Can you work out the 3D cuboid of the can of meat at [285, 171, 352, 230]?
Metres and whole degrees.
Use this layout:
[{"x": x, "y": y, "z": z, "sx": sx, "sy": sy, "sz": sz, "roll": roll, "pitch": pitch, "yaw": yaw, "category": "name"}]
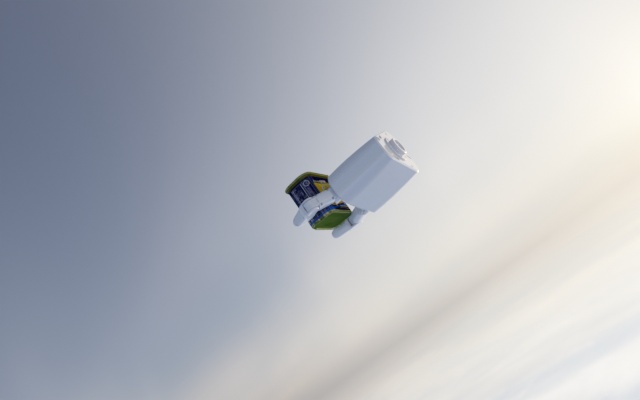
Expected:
[{"x": 0.000, "y": 0.003, "z": 0.819, "sx": 0.057, "sy": 0.084, "sz": 0.102, "roll": -42, "pitch": -20, "yaw": 20, "category": "can of meat"}]
